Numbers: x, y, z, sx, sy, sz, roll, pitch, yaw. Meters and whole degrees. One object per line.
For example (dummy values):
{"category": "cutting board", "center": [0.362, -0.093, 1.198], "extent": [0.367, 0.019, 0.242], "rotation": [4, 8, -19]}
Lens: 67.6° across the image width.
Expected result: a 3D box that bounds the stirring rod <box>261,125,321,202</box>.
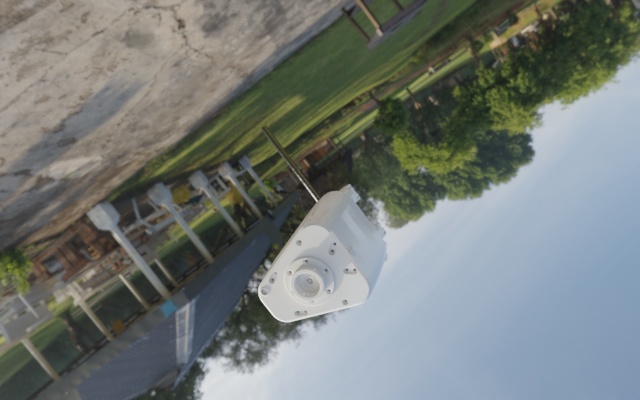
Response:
{"category": "stirring rod", "center": [0.000, 0.002, 0.615], "extent": [0.011, 0.239, 0.011], "rotation": [-37, 4, 3]}
